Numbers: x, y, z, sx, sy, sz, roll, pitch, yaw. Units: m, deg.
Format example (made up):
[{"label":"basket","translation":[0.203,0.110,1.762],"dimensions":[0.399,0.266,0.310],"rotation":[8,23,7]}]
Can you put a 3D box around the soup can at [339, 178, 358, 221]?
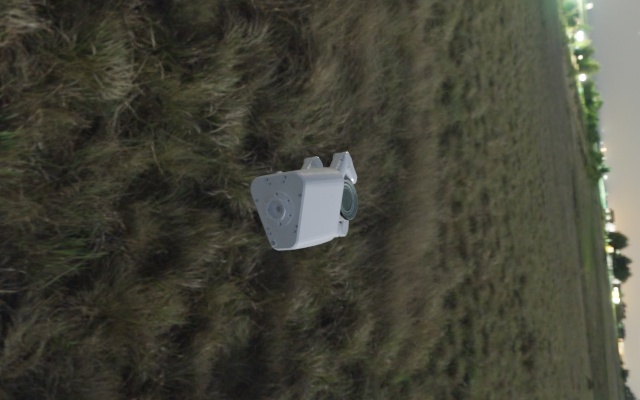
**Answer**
[{"label":"soup can","translation":[0.001,0.003,0.769],"dimensions":[0.102,0.068,0.068],"rotation":[-6,-3,30]}]
